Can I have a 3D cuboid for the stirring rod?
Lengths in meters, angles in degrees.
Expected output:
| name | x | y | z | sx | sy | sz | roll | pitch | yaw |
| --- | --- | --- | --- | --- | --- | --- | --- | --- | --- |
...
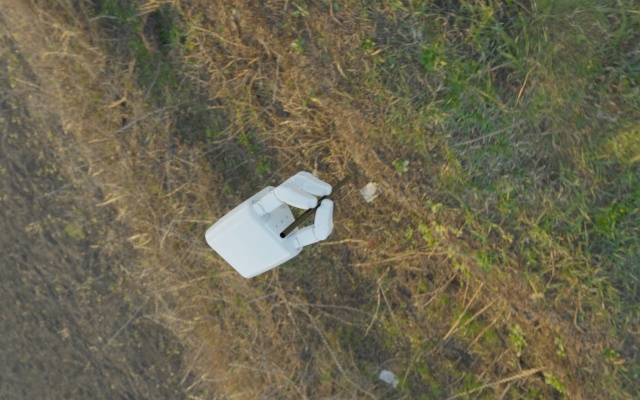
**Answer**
| name | x | y | z | sx | sy | sz | roll | pitch | yaw |
| --- | --- | --- | --- | --- | --- | --- | --- | --- | --- |
| stirring rod | 0.000 | 0.002 | 0.684 | 0.011 | 0.011 | 0.239 | 0 | 20 | 24 |
